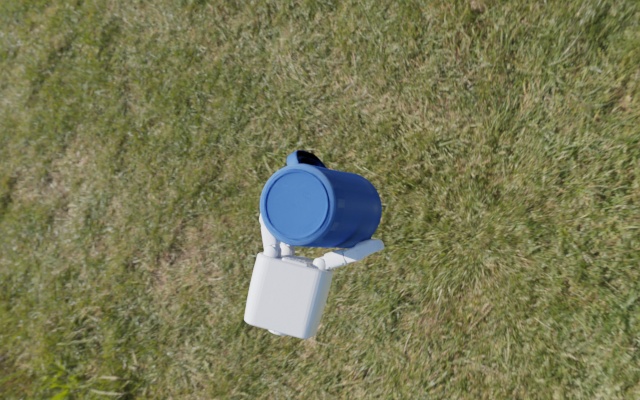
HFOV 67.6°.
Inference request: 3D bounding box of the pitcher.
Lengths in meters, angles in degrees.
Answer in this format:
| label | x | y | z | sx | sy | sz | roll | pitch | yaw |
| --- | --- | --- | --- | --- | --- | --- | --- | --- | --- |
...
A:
| label | x | y | z | sx | sy | sz | roll | pitch | yaw |
| --- | --- | --- | --- | --- | --- | --- | --- | --- | --- |
| pitcher | 0.000 | 0.003 | 0.724 | 0.149 | 0.145 | 0.243 | 16 | 2 | 18 |
